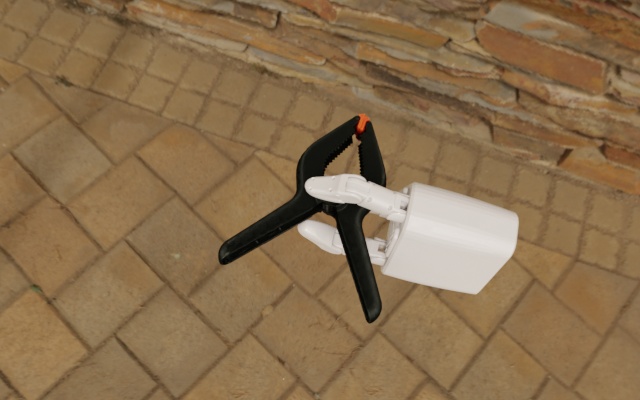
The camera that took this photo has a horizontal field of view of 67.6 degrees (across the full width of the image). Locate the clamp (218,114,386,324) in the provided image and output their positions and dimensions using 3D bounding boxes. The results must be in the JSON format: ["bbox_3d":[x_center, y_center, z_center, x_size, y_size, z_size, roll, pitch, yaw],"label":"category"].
[{"bbox_3d":[0.000,0.001,0.485,0.164,0.210,0.036,15,-21,2],"label":"clamp"}]
